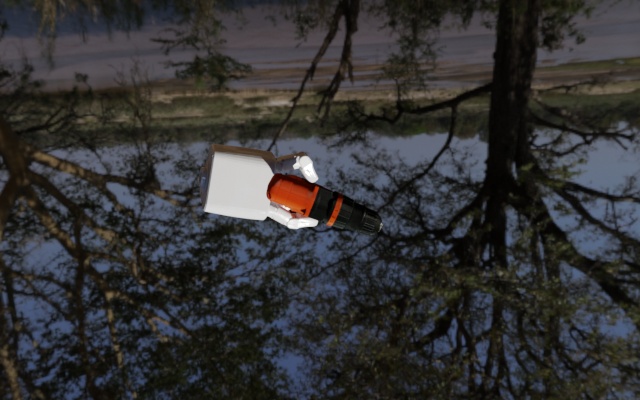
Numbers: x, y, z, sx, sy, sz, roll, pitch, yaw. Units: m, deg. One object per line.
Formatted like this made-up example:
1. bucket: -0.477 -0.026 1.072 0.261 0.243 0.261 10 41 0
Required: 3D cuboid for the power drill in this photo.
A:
1. power drill: 0.000 0.003 0.790 0.184 0.057 0.187 22 0 -8
